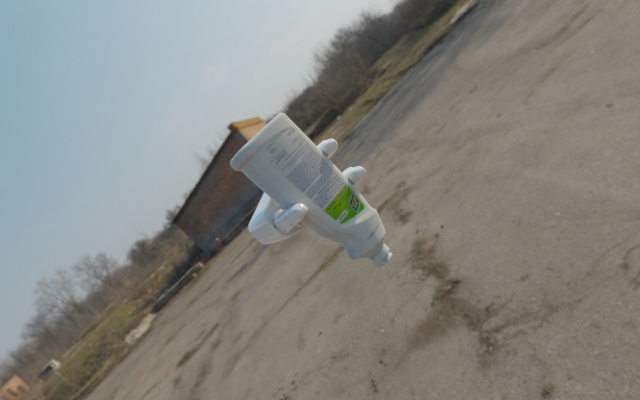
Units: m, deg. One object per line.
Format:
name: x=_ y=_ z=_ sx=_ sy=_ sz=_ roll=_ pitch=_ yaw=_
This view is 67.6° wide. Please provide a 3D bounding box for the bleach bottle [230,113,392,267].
bleach bottle: x=0.000 y=0.002 z=0.660 sx=0.102 sy=0.251 sz=0.068 roll=-48 pitch=9 yaw=-27
